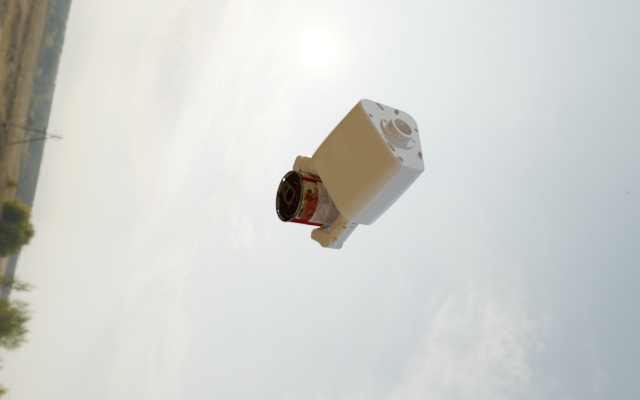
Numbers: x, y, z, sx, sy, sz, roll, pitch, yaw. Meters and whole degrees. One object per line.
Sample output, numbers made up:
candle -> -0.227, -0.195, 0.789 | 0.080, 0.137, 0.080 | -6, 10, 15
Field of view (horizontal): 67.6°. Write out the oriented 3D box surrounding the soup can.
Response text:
soup can -> 0.000, 0.003, 0.639 | 0.102, 0.068, 0.068 | 11, -6, -32
